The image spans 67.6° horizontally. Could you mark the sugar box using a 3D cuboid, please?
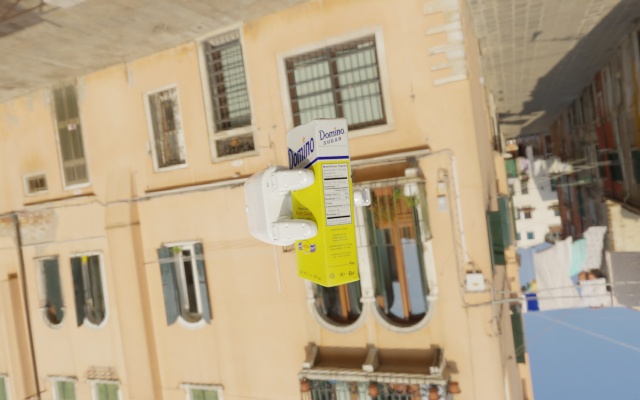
[{"bbox_3d":[0.000,0.002,0.539,0.048,0.176,0.093,-8,1,-24],"label":"sugar box"}]
